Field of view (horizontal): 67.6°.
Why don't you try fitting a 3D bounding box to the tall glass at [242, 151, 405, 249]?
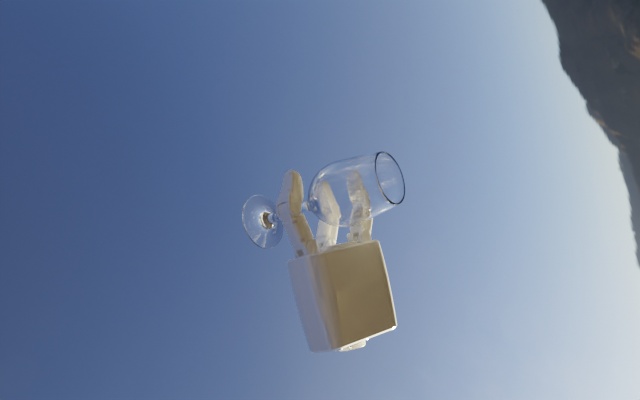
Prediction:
[{"bbox_3d":[-0.001,0.002,0.578,0.201,0.079,0.079,-20,-12,36],"label":"tall glass"}]
